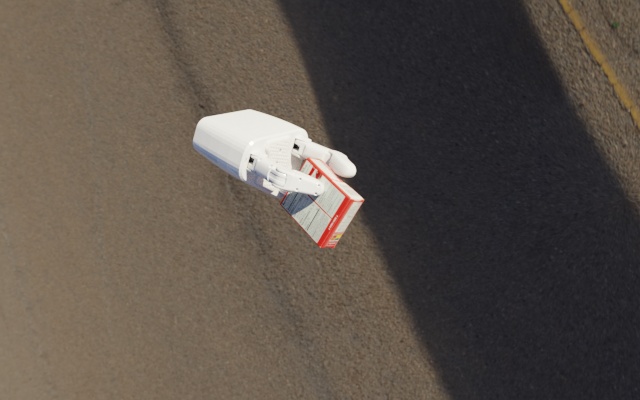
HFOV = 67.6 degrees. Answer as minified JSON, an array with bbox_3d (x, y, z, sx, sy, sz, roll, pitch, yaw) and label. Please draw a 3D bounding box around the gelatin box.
[{"bbox_3d":[0.000,0.002,0.576,0.030,0.073,0.089,5,33,-49],"label":"gelatin box"}]
